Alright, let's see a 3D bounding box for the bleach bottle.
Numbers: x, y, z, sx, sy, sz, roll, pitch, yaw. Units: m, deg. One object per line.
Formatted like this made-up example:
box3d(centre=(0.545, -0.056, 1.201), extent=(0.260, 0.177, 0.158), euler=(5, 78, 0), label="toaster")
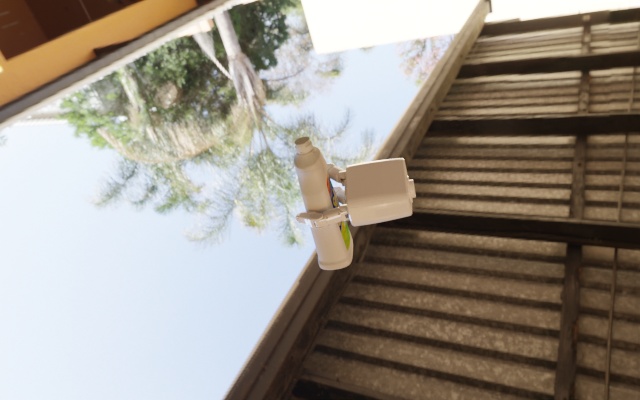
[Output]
box3d(centre=(0.000, 0.003, 0.882), extent=(0.068, 0.251, 0.102), euler=(-10, 33, 13), label="bleach bottle")
